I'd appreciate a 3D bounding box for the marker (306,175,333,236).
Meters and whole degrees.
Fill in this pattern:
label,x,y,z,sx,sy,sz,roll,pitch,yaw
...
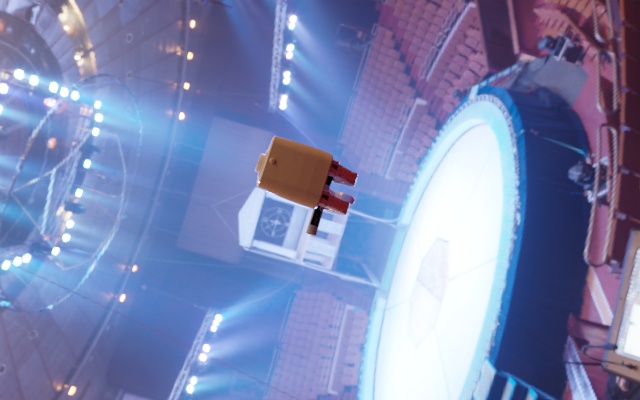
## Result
label,x,y,z,sx,sy,sz,roll,pitch,yaw
marker,0.000,0.003,0.851,0.020,0.121,0.020,16,-11,3
